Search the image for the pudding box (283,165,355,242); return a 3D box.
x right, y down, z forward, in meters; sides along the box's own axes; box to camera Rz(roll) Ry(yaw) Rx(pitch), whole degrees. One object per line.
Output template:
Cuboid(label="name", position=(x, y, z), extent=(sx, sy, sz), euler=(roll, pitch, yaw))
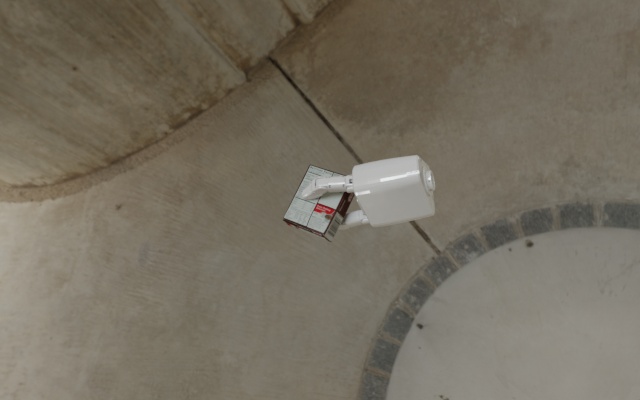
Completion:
Cuboid(label="pudding box", position=(0.000, 0.003, 0.814), extent=(0.090, 0.113, 0.039), euler=(19, -15, 30))
